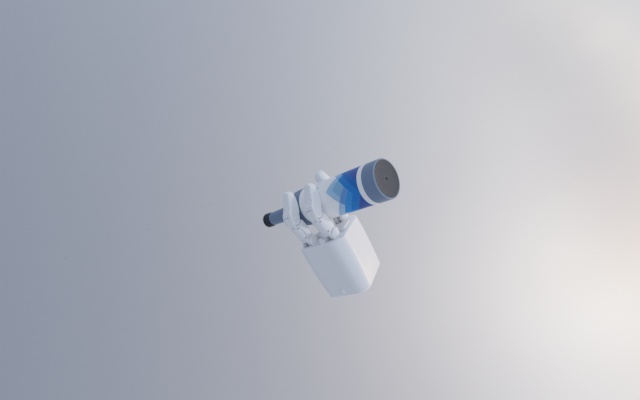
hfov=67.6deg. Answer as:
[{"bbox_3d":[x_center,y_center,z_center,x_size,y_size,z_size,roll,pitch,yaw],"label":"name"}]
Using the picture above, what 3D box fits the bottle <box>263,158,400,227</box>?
[{"bbox_3d":[0.000,0.003,0.831,0.069,0.069,0.296,0,-14,-46],"label":"bottle"}]
